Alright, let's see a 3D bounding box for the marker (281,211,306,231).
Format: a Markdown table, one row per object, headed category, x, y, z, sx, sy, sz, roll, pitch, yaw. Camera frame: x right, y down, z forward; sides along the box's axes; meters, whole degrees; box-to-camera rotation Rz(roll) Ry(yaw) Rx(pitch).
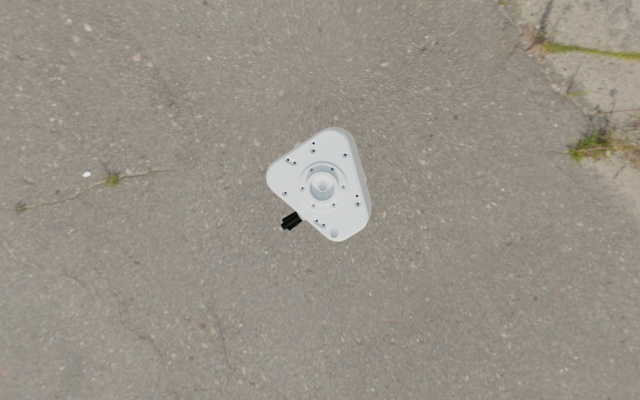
| category | x | y | z | sx | sy | sz | roll | pitch | yaw |
| --- | --- | --- | --- | --- | --- | --- | --- | --- | --- |
| marker | 0.000 | 0.002 | 0.615 | 0.121 | 0.020 | 0.020 | -33 | -5 | 8 |
